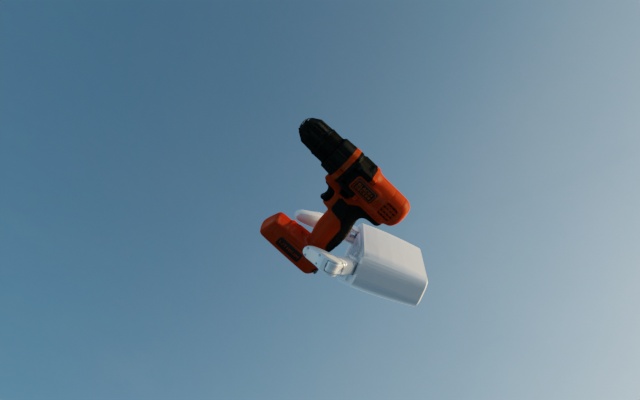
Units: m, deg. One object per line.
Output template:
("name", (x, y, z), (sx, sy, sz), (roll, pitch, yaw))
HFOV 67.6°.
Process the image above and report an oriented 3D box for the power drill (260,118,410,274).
("power drill", (0.000, 0.003, 0.662), (0.188, 0.184, 0.057), (-43, 6, 29))
